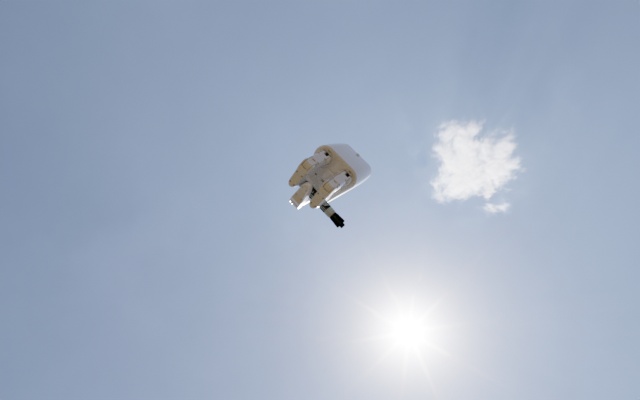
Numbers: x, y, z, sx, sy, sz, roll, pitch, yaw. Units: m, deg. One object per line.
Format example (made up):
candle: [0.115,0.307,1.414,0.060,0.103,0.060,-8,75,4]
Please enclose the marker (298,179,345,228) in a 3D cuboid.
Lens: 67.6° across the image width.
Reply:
marker: [0.000,0.003,0.861,0.020,0.121,0.020,-42,-9,-8]
